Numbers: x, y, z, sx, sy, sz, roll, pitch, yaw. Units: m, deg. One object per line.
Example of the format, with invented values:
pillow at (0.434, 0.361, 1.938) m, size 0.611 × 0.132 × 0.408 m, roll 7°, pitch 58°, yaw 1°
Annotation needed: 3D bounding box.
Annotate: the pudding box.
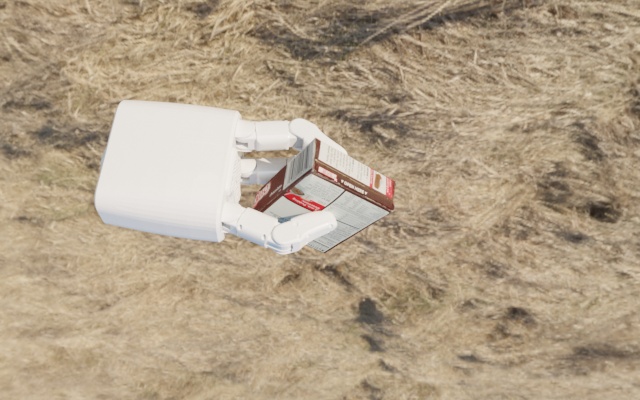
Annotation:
pudding box at (0.000, 0.002, 0.445) m, size 0.090 × 0.039 × 0.113 m, roll 25°, pitch -36°, yaw -24°
